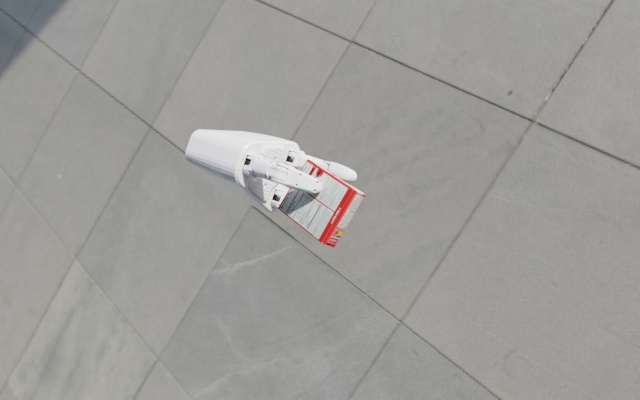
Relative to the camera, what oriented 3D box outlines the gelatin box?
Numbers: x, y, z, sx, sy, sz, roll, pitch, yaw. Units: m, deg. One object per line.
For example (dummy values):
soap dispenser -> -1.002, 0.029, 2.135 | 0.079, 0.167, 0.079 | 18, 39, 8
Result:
gelatin box -> 0.000, 0.002, 0.573 | 0.089, 0.073, 0.030 | 35, 8, 38
